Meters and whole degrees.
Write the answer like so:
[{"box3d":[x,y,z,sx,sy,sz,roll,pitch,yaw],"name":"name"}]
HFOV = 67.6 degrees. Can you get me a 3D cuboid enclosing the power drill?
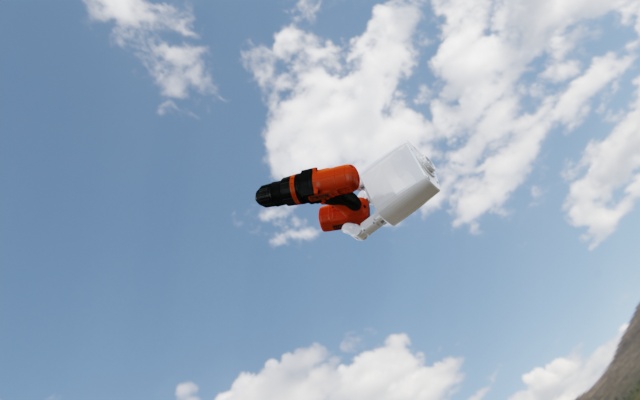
[{"box3d":[0.001,0.003,0.854,0.184,0.057,0.188,-10,-22,19],"name":"power drill"}]
